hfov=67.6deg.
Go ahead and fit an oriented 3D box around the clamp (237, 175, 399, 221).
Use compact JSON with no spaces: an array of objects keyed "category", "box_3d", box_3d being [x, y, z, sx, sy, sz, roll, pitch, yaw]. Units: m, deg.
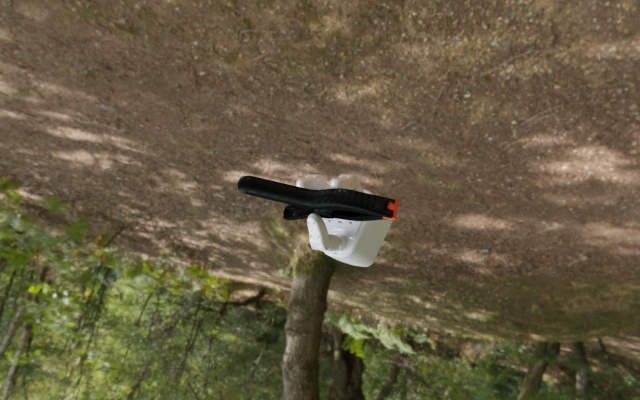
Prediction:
[{"category":"clamp","box_3d":[0.001,0.003,0.663,0.210,0.036,0.164,2,-15,28]}]
